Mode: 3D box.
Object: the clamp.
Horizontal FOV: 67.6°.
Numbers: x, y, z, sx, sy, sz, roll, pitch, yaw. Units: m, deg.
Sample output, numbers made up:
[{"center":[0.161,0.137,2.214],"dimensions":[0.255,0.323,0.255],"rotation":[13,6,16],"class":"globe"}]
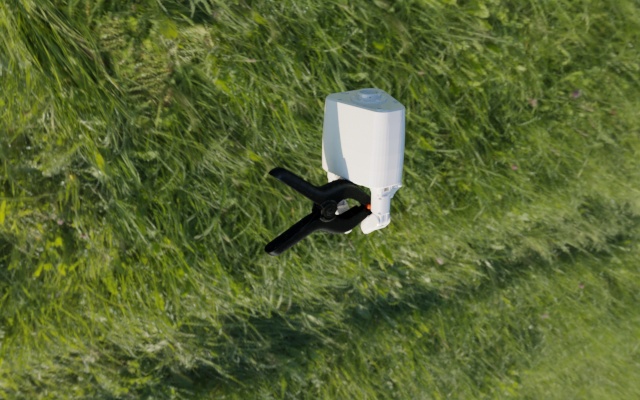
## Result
[{"center":[0.001,0.002,0.647],"dimensions":[0.171,0.120,0.039],"rotation":[-15,31,-26],"class":"clamp"}]
